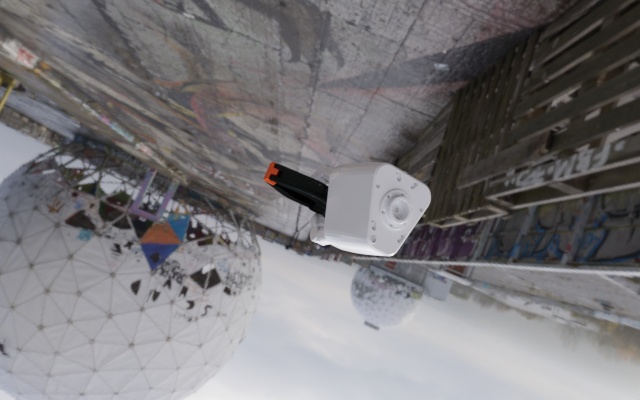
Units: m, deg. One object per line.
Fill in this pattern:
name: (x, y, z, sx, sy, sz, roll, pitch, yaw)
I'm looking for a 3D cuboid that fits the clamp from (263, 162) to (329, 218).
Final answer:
clamp: (0.000, 0.003, 0.729, 0.210, 0.036, 0.164, 27, -15, -25)
